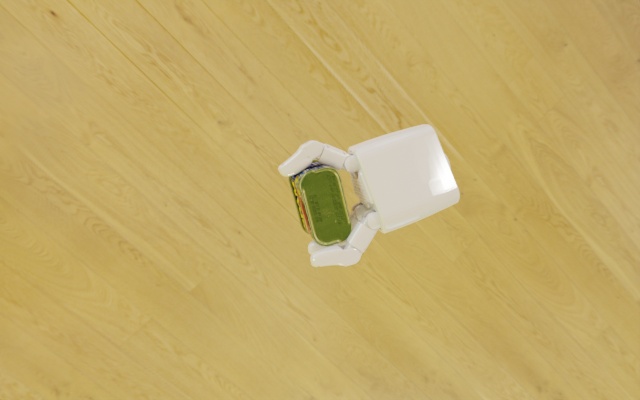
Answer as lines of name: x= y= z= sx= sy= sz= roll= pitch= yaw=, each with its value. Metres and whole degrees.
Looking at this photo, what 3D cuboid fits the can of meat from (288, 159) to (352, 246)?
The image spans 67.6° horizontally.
can of meat: x=0.000 y=0.002 z=0.611 sx=0.057 sy=0.102 sz=0.084 roll=-16 pitch=11 yaw=-8
